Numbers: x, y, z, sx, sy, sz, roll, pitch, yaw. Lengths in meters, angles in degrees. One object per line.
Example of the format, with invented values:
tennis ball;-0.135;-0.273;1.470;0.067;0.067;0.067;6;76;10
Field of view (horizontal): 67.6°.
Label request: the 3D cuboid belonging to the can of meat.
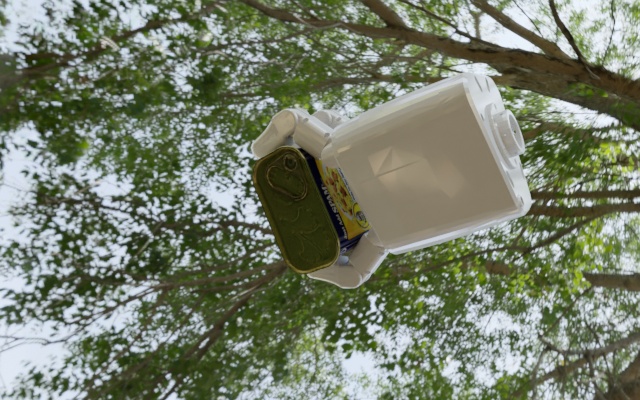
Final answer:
can of meat;0.000;0.001;0.414;0.057;0.102;0.084;-24;-3;34
